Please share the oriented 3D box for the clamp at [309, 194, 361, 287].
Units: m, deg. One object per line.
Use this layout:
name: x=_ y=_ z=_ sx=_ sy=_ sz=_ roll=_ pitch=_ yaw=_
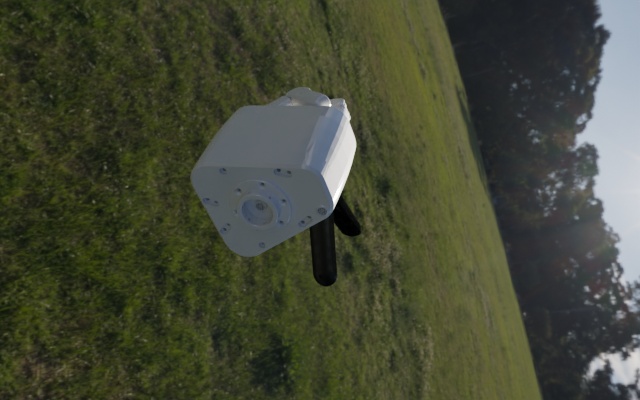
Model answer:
clamp: x=0.001 y=0.001 z=0.507 sx=0.039 sy=0.171 sz=0.120 roll=-13 pitch=29 yaw=20
